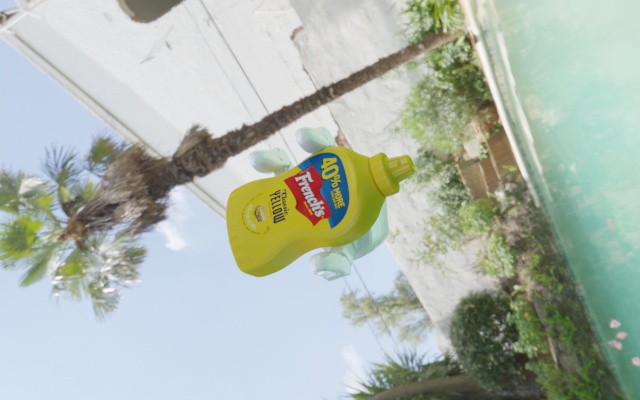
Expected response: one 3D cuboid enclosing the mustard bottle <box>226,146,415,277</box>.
[{"bbox_3d":[0.000,0.002,0.463,0.191,0.096,0.058,-23,-30,21],"label":"mustard bottle"}]
